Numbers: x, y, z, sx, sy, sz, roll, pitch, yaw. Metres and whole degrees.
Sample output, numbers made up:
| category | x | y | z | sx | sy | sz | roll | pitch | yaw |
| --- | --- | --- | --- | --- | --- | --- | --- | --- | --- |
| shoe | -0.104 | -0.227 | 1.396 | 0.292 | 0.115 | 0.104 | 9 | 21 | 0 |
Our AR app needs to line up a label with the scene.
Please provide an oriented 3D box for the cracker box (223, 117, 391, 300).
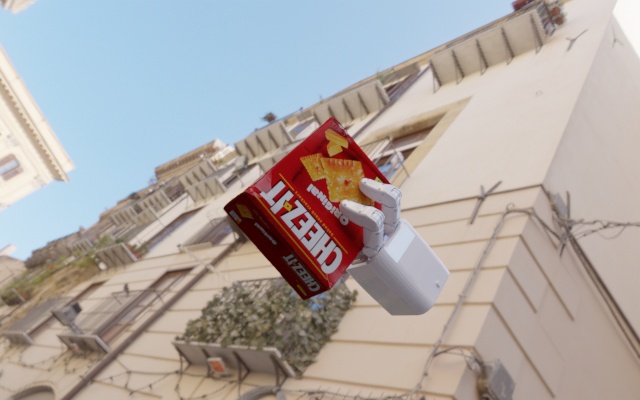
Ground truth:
| category | x | y | z | sx | sy | sz | roll | pitch | yaw |
| --- | --- | --- | --- | --- | --- | --- | --- | --- | --- |
| cracker box | 0.000 | 0.002 | 0.663 | 0.072 | 0.164 | 0.213 | -33 | 10 | 48 |
